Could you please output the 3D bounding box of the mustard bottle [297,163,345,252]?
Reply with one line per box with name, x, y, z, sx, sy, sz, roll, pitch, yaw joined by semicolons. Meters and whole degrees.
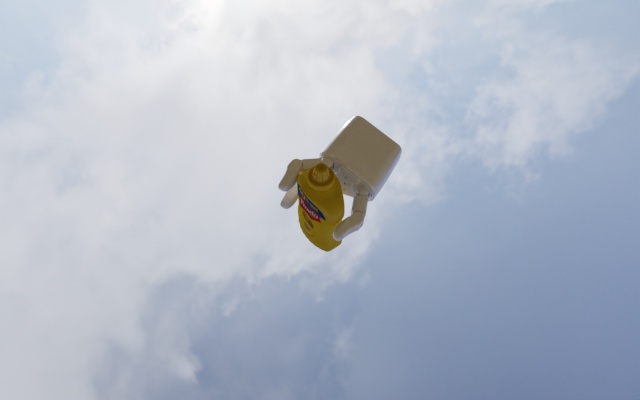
mustard bottle;0.000;0.003;0.768;0.058;0.096;0.192;-29;-27;-18
